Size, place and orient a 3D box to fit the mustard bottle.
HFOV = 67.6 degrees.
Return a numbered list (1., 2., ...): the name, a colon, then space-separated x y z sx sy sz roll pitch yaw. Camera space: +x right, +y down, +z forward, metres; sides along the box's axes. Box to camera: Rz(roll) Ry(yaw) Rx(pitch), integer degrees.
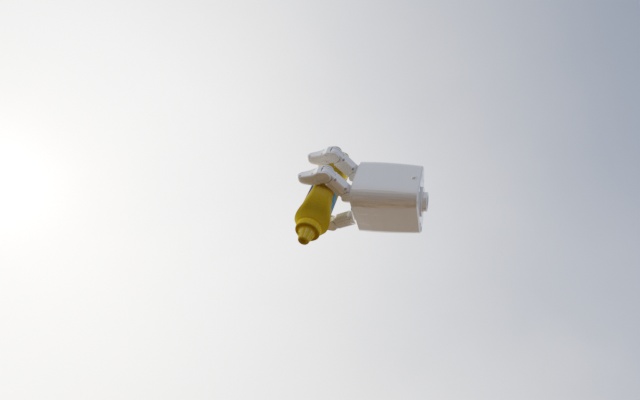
1. mustard bottle: 0.000 0.002 0.795 0.058 0.096 0.191 22 43 1
